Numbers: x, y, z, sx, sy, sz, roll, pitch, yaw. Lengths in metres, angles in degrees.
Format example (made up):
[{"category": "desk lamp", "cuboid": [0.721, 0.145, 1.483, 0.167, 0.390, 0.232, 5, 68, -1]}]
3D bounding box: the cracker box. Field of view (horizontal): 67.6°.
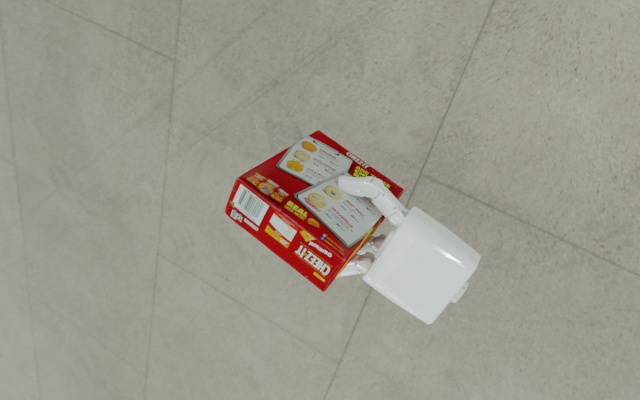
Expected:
[{"category": "cracker box", "cuboid": [0.000, 0.002, 0.651, 0.164, 0.072, 0.213, 36, 35, 9]}]
